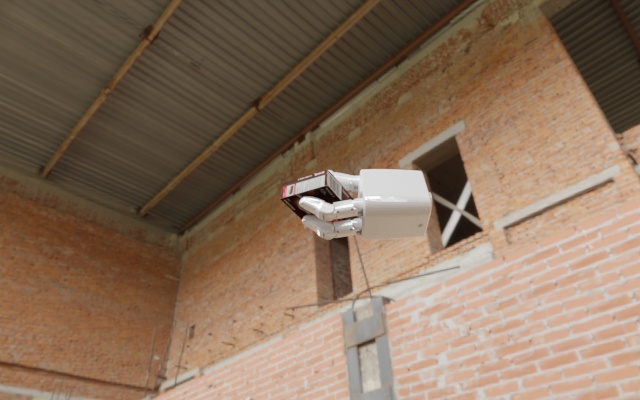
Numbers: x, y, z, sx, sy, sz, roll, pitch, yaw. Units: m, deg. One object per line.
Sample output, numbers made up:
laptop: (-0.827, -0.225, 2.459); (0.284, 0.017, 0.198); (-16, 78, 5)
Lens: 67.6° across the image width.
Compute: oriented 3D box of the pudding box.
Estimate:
pudding box: (0.000, 0.002, 0.802); (0.090, 0.039, 0.113); (-16, -41, 25)
